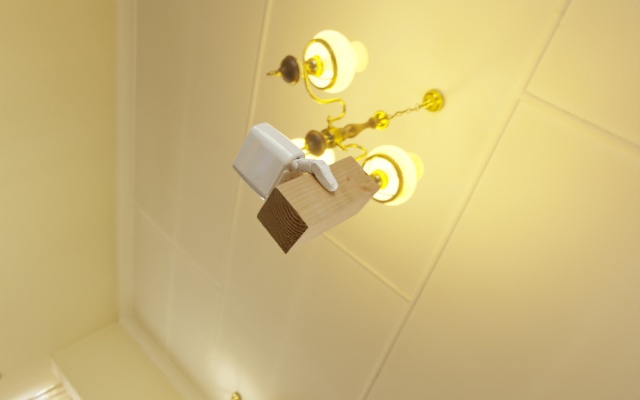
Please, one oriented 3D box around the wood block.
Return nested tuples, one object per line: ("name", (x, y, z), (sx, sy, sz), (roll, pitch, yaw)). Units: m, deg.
("wood block", (0.000, 0.002, 0.862), (0.206, 0.090, 0.091), (-27, -19, -44))
